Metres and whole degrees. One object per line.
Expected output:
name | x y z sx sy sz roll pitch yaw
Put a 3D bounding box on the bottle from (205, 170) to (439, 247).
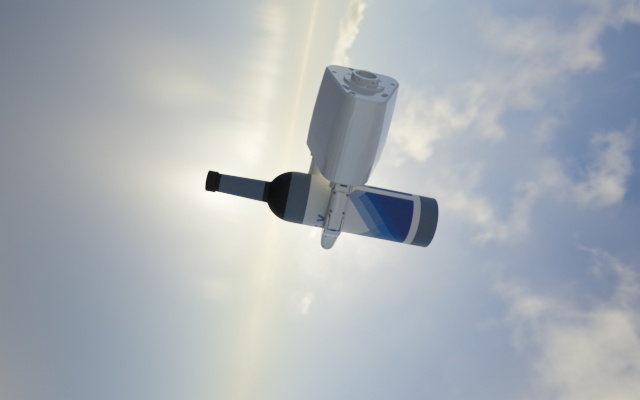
bottle | 0.000 0.002 0.618 0.296 0.069 0.069 11 -1 -5
